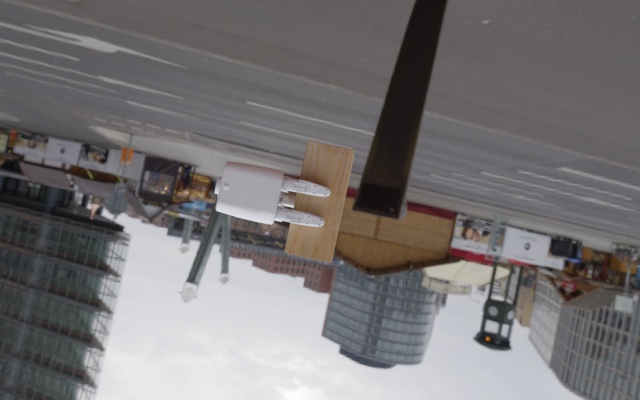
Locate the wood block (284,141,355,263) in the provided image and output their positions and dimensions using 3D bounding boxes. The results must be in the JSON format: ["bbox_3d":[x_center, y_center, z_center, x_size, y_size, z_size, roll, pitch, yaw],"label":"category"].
[{"bbox_3d":[0.000,0.003,0.894,0.090,0.206,0.091,12,-2,2],"label":"wood block"}]
